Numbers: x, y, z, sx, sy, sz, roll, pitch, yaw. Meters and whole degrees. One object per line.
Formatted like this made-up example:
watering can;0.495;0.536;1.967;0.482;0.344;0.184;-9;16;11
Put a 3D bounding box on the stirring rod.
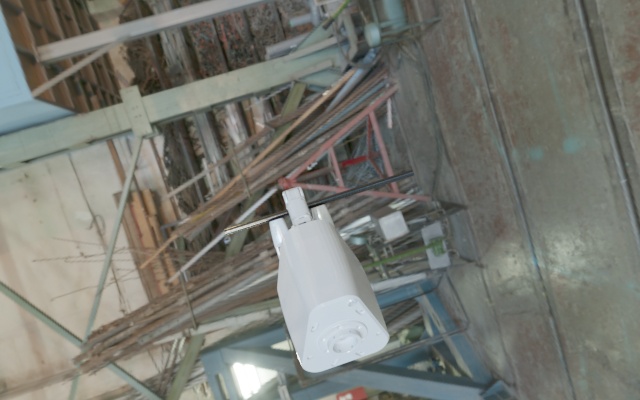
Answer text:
stirring rod;0.000;0.002;0.581;0.239;0.011;0.011;-18;2;-5
